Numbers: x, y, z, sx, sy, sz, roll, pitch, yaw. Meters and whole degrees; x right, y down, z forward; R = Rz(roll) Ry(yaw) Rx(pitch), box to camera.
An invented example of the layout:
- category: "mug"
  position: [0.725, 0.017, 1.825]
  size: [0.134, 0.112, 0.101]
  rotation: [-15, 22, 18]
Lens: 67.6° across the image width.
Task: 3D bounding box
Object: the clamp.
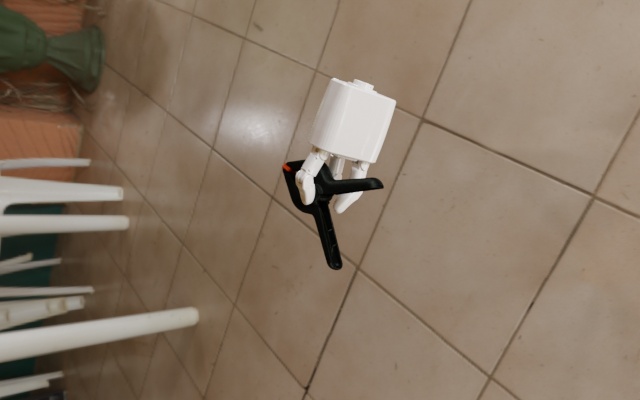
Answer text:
- category: "clamp"
  position: [-0.001, 0.002, 0.790]
  size: [0.036, 0.164, 0.210]
  rotation: [5, 22, -45]
